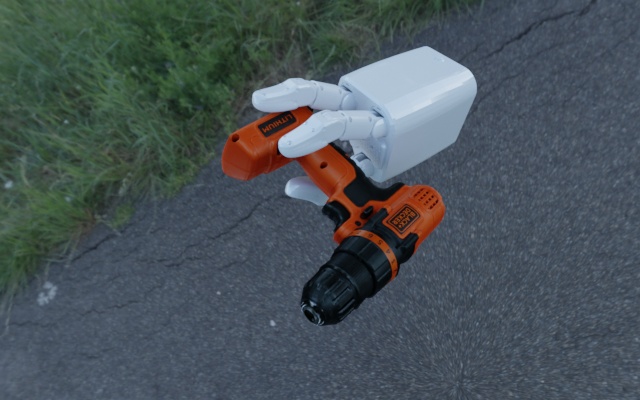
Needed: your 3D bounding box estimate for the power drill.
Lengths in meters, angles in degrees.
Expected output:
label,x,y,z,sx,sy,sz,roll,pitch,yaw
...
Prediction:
label,x,y,z,sx,sy,sz,roll,pitch,yaw
power drill,0.000,0.001,0.431,0.184,0.187,0.057,-36,-19,-40
